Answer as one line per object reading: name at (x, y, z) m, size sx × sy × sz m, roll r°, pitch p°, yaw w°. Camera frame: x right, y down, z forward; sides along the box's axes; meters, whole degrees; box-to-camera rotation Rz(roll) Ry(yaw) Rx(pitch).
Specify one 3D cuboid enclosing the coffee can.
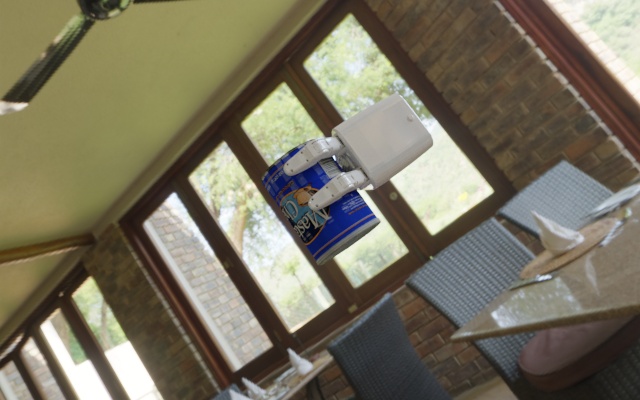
coffee can at (0.000, 0.002, 0.650) m, size 0.103 × 0.140 × 0.103 m, roll -34°, pitch -10°, yaw -7°
